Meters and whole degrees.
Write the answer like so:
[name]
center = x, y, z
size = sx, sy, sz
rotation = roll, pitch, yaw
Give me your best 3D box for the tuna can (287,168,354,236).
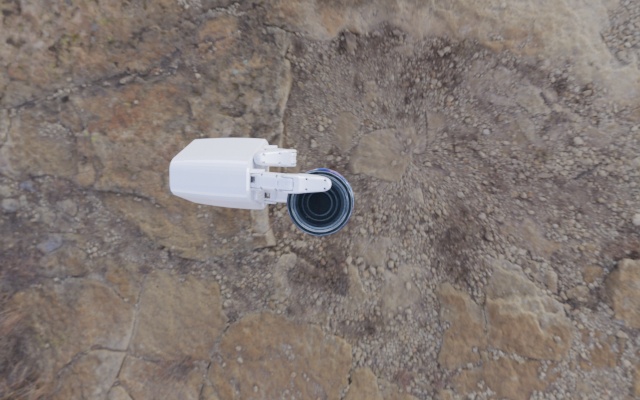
[tuna can]
center = 0.000, 0.002, 0.613
size = 0.086, 0.086, 0.034
rotation = 0, 6, 5
